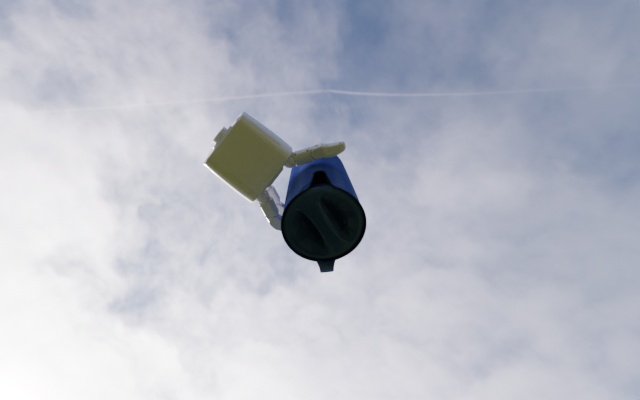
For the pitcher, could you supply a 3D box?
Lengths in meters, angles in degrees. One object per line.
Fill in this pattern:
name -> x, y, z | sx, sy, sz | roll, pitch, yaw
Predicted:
pitcher -> 0.000, 0.003, 0.847 | 0.145, 0.149, 0.242 | 36, 17, -16
